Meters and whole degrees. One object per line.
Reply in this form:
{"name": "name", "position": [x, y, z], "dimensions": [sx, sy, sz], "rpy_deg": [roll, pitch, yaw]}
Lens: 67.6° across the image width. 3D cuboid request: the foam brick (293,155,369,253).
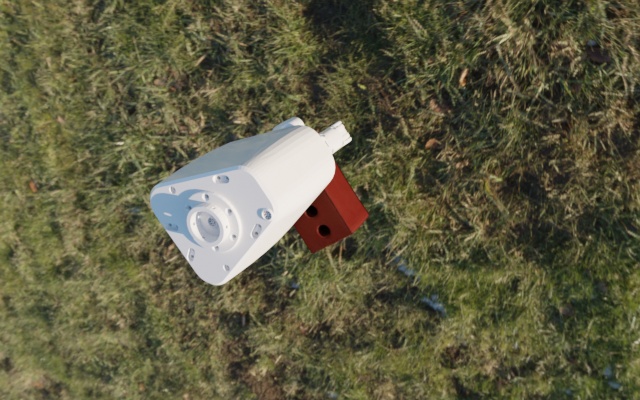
{"name": "foam brick", "position": [0.000, 0.002, 0.463], "dimensions": [0.053, 0.078, 0.051], "rpy_deg": [-29, 8, 30]}
